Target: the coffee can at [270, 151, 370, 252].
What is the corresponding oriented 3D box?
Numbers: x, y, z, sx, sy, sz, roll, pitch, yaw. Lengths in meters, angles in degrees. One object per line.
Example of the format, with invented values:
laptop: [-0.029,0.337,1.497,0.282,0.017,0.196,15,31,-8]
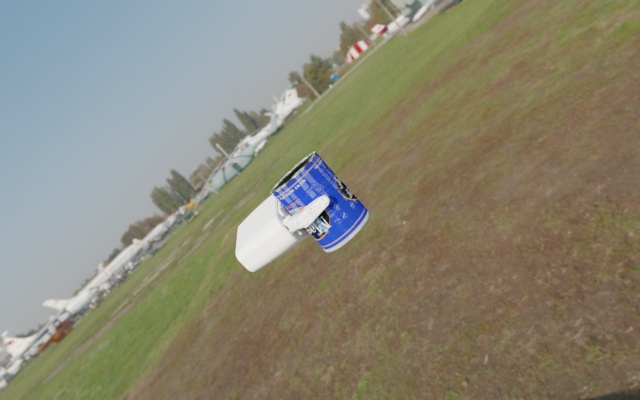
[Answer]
coffee can: [0.000,0.003,0.808,0.103,0.140,0.102,-41,11,10]
